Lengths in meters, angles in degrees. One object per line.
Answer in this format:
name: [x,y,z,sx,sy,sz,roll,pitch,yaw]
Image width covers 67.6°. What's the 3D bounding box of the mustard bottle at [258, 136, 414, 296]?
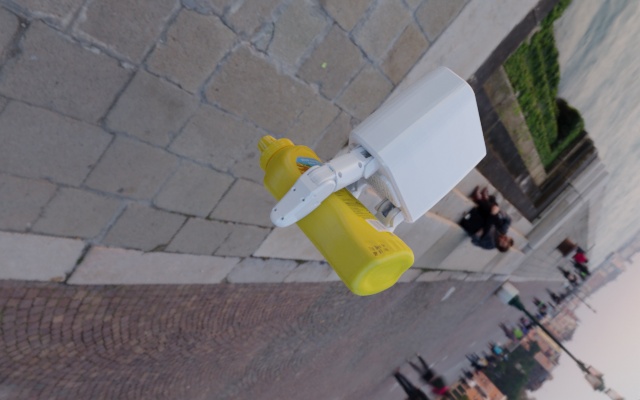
mustard bottle: [0.000,0.002,0.453,0.191,0.058,0.096,48,18,26]
